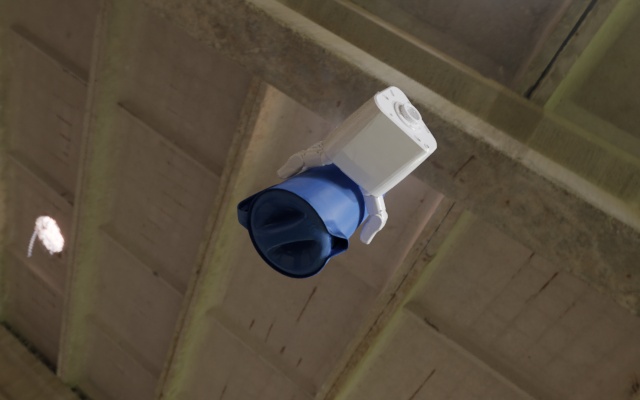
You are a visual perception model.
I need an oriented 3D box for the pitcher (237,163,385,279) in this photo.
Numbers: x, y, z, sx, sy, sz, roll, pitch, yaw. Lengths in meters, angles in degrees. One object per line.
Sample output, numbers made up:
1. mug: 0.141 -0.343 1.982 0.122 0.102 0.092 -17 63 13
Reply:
1. pitcher: 0.000 0.002 0.734 0.145 0.149 0.242 -40 -2 37
